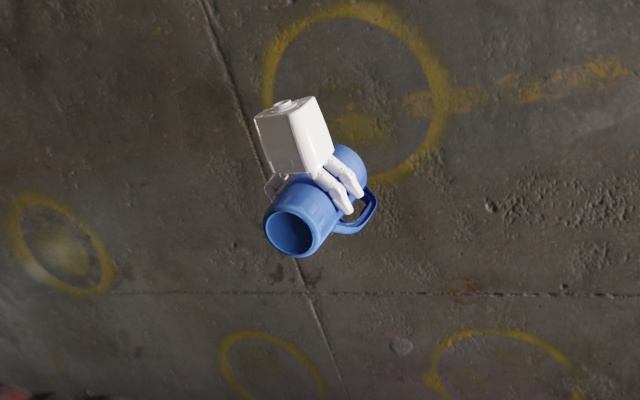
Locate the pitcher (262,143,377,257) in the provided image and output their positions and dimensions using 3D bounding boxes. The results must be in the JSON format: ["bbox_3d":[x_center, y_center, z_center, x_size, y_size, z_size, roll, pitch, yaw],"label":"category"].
[{"bbox_3d":[0.000,0.003,0.891,0.149,0.145,0.242,-7,26,27],"label":"pitcher"}]
